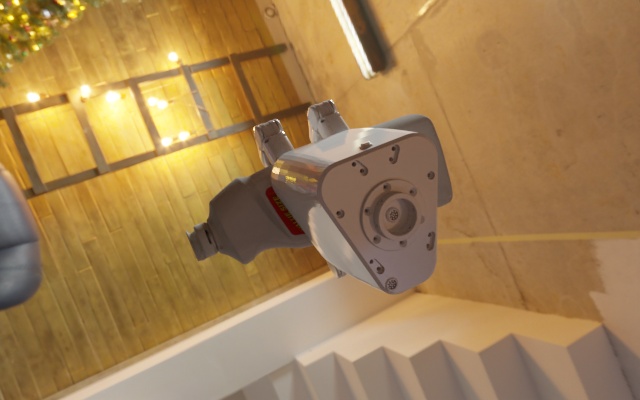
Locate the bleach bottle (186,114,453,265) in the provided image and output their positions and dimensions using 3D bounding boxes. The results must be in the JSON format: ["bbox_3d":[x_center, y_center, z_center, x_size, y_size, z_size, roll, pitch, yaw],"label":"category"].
[{"bbox_3d":[0.000,0.001,0.457,0.251,0.102,0.068,-23,15,-16],"label":"bleach bottle"}]
